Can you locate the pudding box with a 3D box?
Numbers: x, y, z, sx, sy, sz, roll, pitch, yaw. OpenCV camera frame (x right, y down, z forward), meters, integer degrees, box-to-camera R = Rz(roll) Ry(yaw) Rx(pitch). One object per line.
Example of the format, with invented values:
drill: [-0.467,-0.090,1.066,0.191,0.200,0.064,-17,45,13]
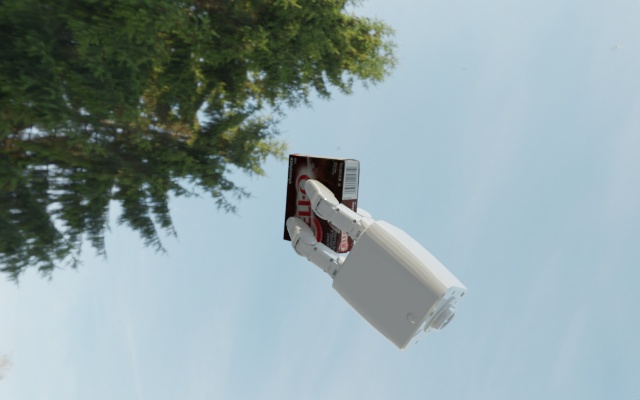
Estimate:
pudding box: [0.000,0.002,0.587,0.090,0.113,0.039,10,7,38]
